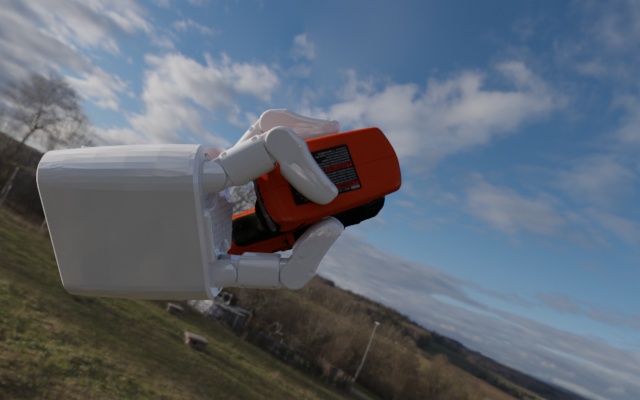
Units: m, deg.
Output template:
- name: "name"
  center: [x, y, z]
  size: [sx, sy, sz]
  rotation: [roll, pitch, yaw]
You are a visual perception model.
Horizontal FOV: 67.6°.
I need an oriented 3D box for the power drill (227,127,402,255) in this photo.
- name: "power drill"
  center: [0.000, 0.001, 0.423]
  size: [0.184, 0.057, 0.188]
  rotation: [-18, -12, -19]
